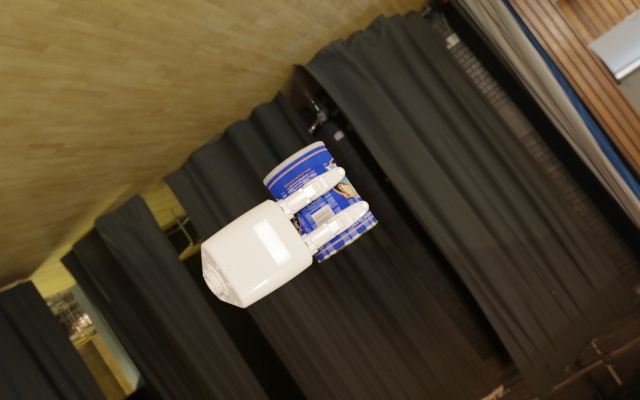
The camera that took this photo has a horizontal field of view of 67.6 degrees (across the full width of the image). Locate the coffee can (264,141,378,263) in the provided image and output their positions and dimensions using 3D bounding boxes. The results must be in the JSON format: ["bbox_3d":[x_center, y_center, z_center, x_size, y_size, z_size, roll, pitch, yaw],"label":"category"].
[{"bbox_3d":[0.000,0.002,0.681,0.103,0.140,0.103,-35,-4,-2],"label":"coffee can"}]
